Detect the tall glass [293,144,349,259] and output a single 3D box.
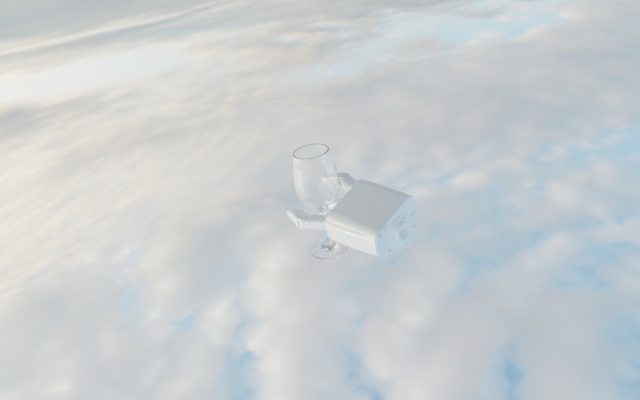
[{"bbox_3d":[0.000,0.003,0.850,0.079,0.201,0.079,-9,28,5],"label":"tall glass"}]
